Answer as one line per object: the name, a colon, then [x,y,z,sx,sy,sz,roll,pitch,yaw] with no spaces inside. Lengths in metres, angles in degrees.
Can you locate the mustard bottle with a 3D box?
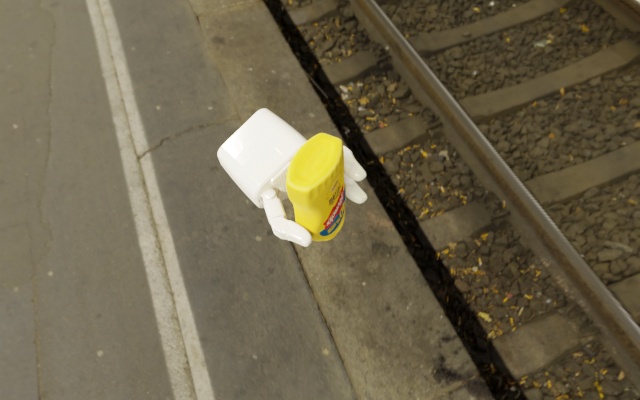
mustard bottle: [0.000,0.002,0.665,0.058,0.096,0.192,21,-29,18]
